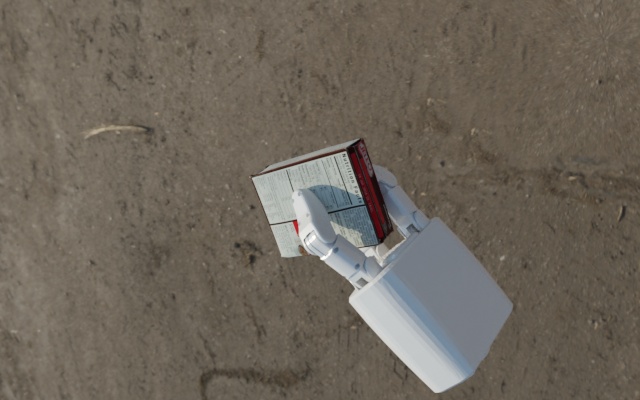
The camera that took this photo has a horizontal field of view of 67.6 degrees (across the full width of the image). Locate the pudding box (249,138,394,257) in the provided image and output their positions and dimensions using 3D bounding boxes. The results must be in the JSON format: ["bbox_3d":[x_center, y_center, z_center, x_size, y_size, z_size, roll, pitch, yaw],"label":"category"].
[{"bbox_3d":[0.000,0.002,0.436,0.113,0.090,0.039,-13,13,32],"label":"pudding box"}]
